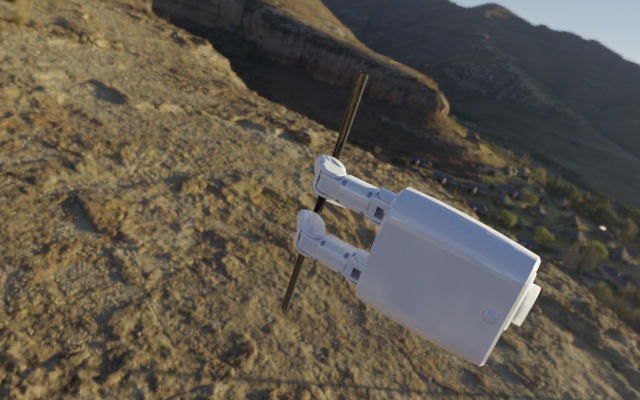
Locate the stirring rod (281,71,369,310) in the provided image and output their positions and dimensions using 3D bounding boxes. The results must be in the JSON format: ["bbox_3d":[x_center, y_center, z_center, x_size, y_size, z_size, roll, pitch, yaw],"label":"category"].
[{"bbox_3d":[0.000,0.002,0.436,0.011,0.240,0.011,16,21,-6],"label":"stirring rod"}]
